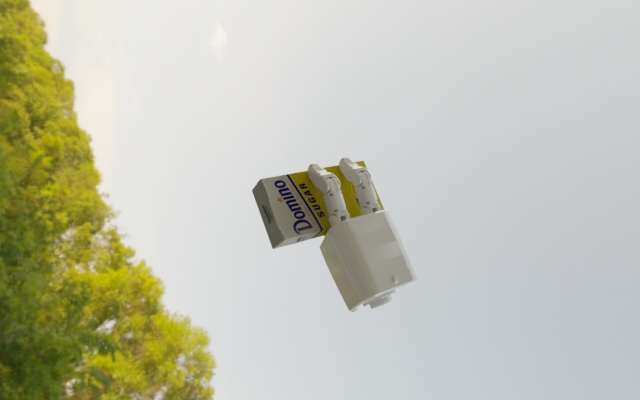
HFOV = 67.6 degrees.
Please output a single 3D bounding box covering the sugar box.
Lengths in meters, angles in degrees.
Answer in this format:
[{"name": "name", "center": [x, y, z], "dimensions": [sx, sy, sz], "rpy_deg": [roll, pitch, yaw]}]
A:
[{"name": "sugar box", "center": [0.000, 0.002, 0.685], "dimensions": [0.176, 0.093, 0.048], "rpy_deg": [-13, -17, -33]}]
